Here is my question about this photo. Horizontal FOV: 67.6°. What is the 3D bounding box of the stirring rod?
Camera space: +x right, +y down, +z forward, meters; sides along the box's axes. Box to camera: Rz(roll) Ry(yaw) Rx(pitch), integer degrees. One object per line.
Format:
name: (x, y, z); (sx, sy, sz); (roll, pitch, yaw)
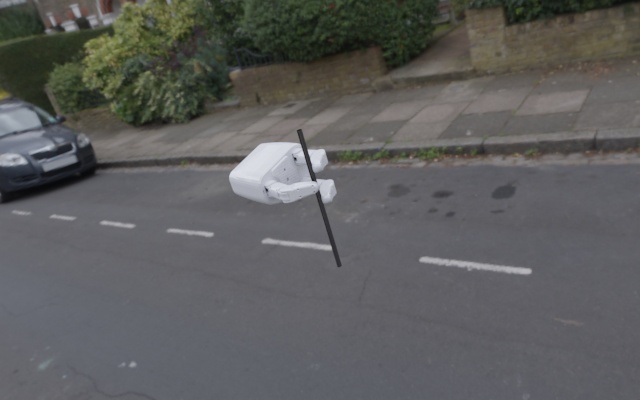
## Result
stirring rod: (0.000, 0.003, 0.751); (0.011, 0.240, 0.011); (-14, 23, 6)
